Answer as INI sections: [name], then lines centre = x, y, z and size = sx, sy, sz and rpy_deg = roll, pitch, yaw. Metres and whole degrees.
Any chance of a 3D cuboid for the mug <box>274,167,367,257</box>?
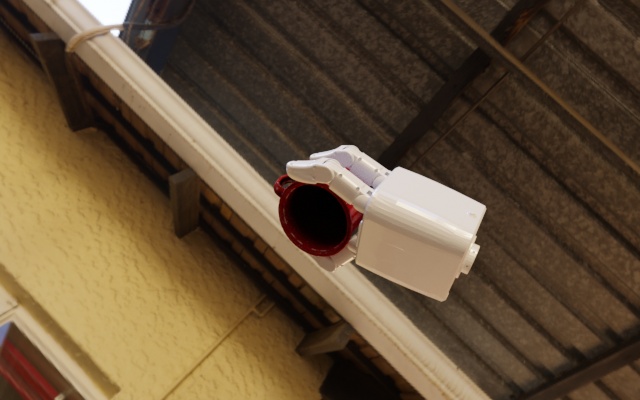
[mug]
centre = -0.001, 0.001, 0.567
size = 0.117, 0.093, 0.081
rpy_deg = 26, 31, 17
